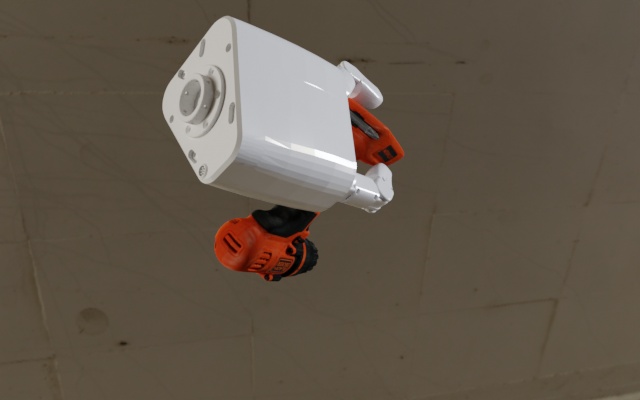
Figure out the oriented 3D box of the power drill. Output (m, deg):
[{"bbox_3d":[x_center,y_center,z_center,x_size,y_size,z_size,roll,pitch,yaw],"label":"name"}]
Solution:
[{"bbox_3d":[0.000,0.001,0.475,0.057,0.187,0.184,42,5,19],"label":"power drill"}]
